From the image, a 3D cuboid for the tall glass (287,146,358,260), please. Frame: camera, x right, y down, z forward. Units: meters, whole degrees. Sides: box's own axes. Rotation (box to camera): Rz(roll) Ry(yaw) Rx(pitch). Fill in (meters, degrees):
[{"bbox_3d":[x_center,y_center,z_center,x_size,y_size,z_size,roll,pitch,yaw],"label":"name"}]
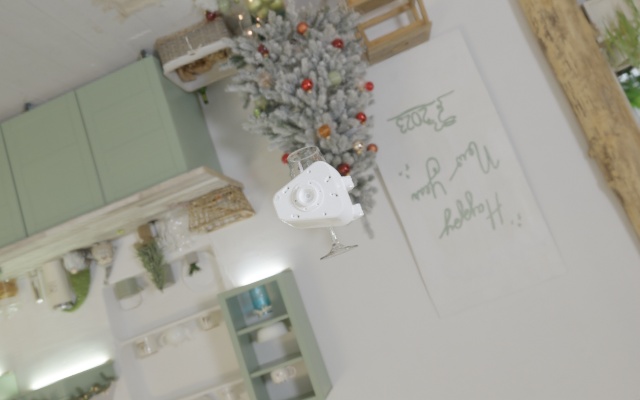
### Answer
[{"bbox_3d":[0.000,0.004,0.877,0.079,0.201,0.079,-20,-11,-4],"label":"tall glass"}]
